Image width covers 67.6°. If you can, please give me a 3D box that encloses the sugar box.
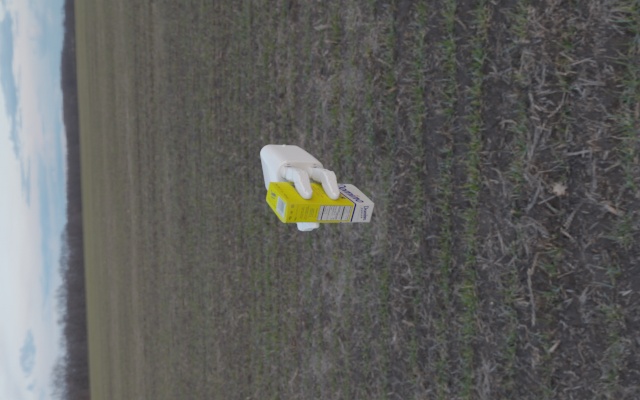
[{"bbox_3d":[0.000,0.002,0.871,0.176,0.048,0.093,-2,27,-27],"label":"sugar box"}]
